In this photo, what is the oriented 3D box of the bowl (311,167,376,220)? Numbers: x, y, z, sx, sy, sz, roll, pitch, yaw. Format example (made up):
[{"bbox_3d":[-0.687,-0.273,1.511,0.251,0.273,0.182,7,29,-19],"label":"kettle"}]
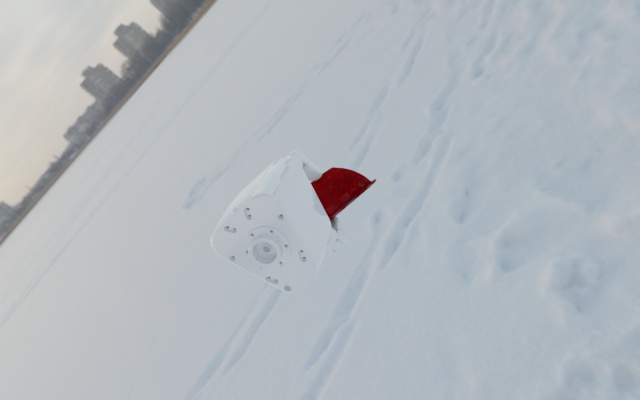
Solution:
[{"bbox_3d":[0.000,0.002,0.677,0.162,0.055,0.162,-39,-2,-1],"label":"bowl"}]
